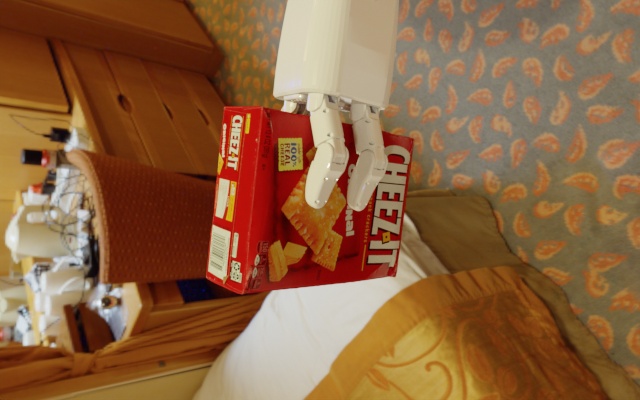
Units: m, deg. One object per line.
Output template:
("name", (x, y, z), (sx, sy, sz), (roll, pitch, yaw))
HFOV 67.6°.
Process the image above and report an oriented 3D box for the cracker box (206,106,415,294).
("cracker box", (0.000, 0.002, 0.489), (0.214, 0.164, 0.072), (3, 6, -42))
